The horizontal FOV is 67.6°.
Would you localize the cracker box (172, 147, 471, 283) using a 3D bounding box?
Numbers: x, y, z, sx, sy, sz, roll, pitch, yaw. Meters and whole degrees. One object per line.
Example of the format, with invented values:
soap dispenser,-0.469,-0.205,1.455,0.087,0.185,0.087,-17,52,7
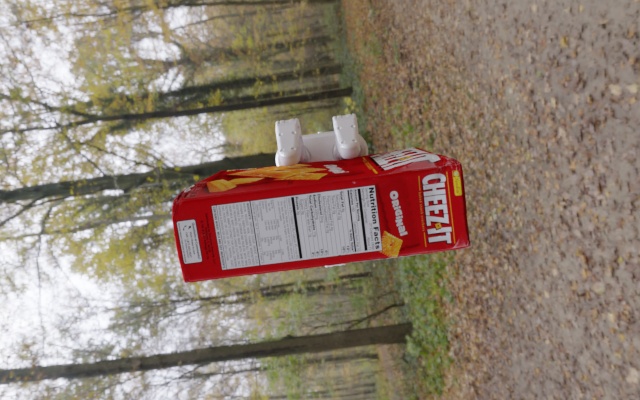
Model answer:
cracker box,0.000,0.002,0.419,0.214,0.072,0.164,-8,10,2
